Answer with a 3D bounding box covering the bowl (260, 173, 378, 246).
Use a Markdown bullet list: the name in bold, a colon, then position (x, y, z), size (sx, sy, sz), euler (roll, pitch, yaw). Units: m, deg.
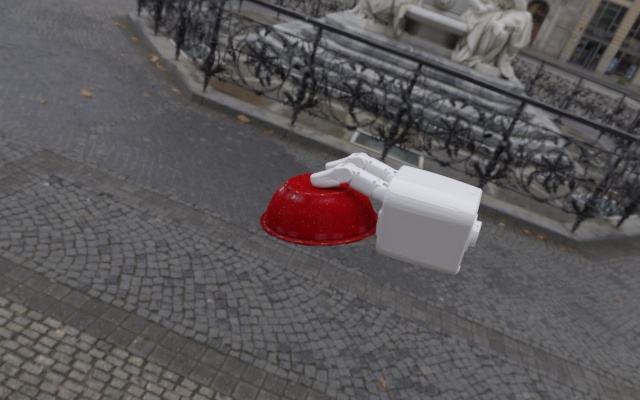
- **bowl**: position (-0.001, 0.002, 0.631), size (0.162, 0.055, 0.162), euler (0, 20, 0)
